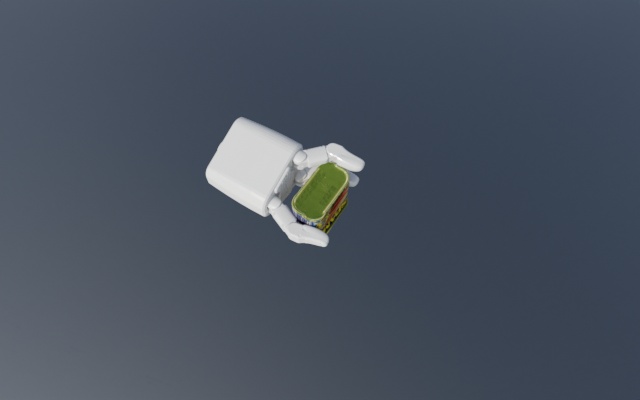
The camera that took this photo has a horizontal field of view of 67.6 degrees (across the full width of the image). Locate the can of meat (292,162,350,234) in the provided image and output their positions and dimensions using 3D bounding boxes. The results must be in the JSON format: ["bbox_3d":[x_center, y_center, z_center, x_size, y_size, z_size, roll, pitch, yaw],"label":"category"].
[{"bbox_3d":[0.000,0.002,0.710,0.057,0.102,0.084,31,-22,13],"label":"can of meat"}]
